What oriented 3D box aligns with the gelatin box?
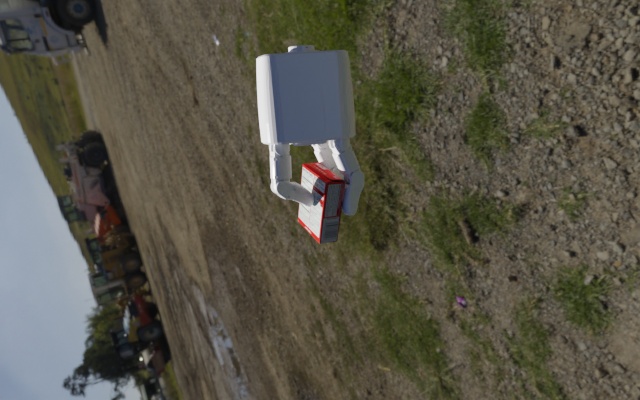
[{"bbox_3d":[0.000,0.002,0.639,0.030,0.089,0.073,-5,24,-27],"label":"gelatin box"}]
